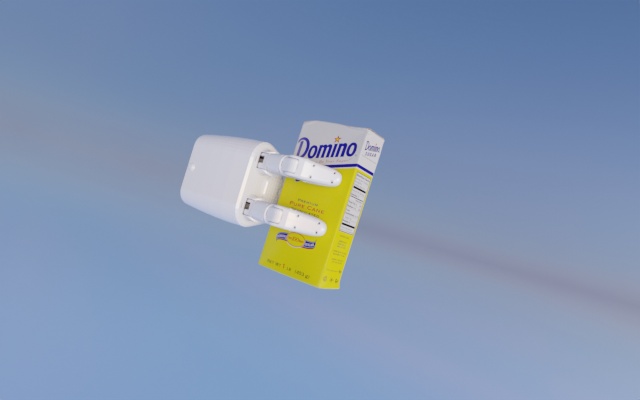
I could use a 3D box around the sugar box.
[{"bbox_3d":[0.000,0.002,0.534,0.093,0.176,0.048,14,-2,36],"label":"sugar box"}]
